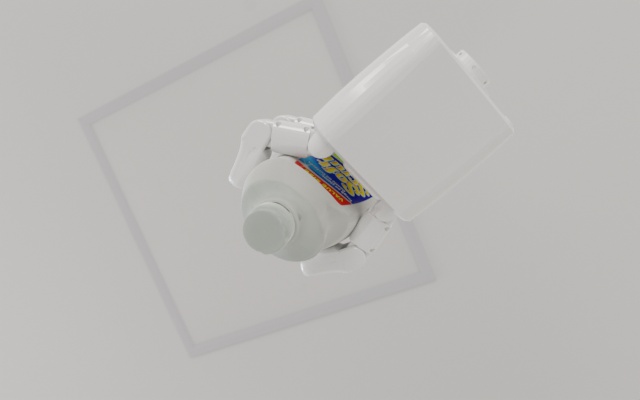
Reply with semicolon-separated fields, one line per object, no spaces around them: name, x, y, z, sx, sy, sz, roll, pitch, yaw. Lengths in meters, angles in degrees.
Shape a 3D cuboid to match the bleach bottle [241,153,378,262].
bleach bottle;0.000;0.001;0.413;0.068;0.102;0.250;-41;0;18
